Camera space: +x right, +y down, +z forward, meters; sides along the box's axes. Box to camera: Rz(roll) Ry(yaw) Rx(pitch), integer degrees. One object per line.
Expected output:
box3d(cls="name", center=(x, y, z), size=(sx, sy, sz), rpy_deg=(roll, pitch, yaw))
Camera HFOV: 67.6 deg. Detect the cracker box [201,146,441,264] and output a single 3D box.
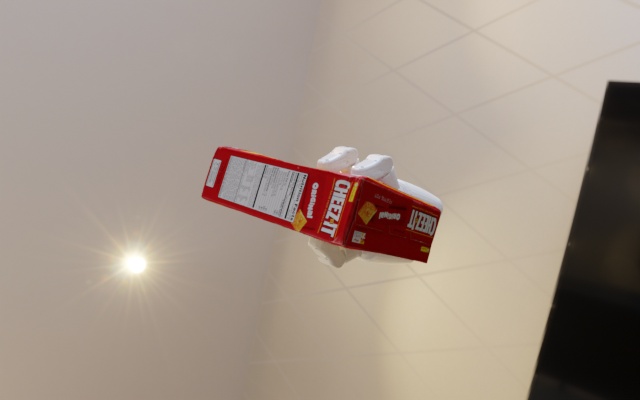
box3d(cls="cracker box", center=(0.000, 0.002, 0.535), size=(0.213, 0.072, 0.164), rpy_deg=(15, -1, 40))
